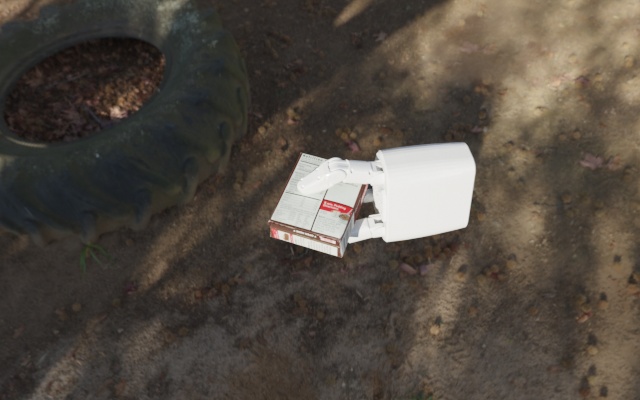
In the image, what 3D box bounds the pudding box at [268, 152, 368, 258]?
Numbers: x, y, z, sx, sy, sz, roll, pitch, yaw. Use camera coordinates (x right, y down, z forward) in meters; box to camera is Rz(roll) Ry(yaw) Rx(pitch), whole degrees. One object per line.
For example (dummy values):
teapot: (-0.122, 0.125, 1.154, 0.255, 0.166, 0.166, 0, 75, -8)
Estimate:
pudding box: (0.000, 0.002, 0.568, 0.090, 0.113, 0.039, 15, -35, 13)
